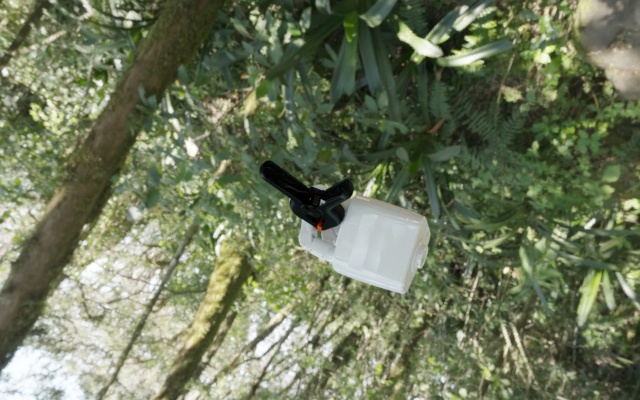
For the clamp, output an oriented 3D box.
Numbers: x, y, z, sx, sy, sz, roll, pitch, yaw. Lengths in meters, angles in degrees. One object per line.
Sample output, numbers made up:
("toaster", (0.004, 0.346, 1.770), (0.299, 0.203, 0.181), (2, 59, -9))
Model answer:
("clamp", (0.000, 0.003, 0.638), (0.120, 0.039, 0.171), (17, -16, 24))
